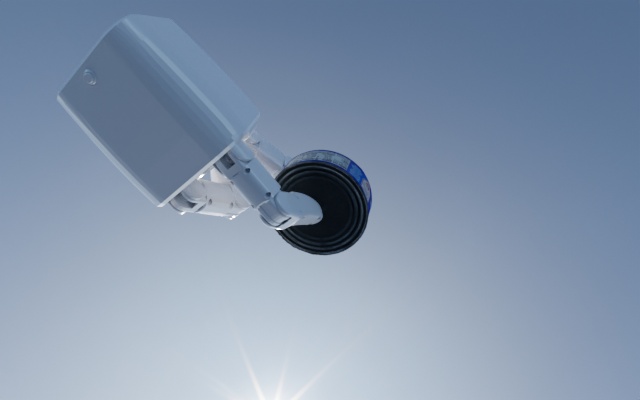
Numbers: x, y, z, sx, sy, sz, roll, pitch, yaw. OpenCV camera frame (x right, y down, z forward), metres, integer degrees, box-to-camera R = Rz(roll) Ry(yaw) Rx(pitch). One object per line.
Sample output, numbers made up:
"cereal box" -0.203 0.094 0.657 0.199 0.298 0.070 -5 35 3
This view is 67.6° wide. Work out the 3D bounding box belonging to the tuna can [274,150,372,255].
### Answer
"tuna can" 0.000 0.001 0.404 0.086 0.086 0.033 0 25 14
